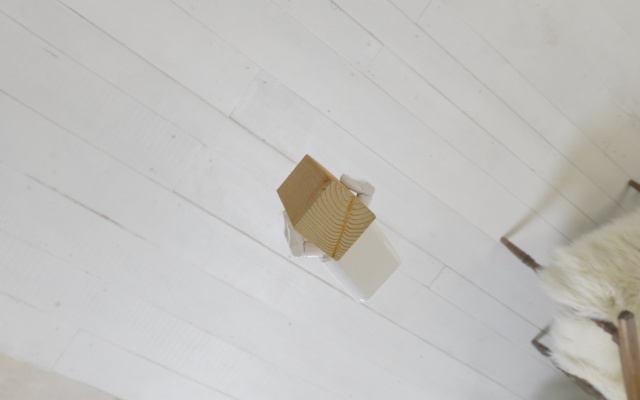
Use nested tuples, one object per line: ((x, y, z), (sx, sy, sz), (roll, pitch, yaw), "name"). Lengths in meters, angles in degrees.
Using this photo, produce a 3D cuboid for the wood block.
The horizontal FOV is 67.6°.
((0.001, 0.003, 0.768), (0.090, 0.091, 0.206), (39, 4, -19), "wood block")
